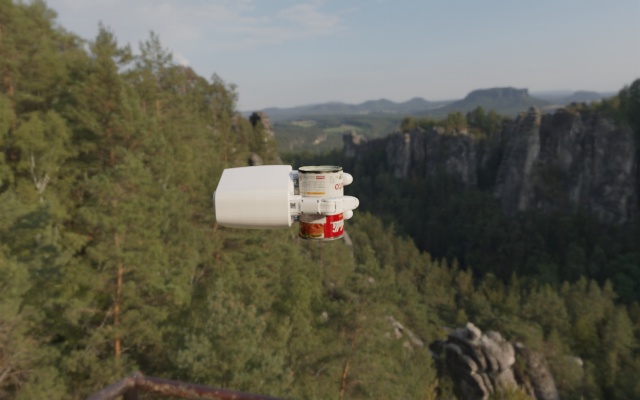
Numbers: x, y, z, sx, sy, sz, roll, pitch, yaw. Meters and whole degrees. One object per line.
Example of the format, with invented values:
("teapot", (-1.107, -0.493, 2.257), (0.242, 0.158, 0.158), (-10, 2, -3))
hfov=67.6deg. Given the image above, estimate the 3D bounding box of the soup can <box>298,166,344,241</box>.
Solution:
("soup can", (0.001, 0.002, 0.711), (0.068, 0.102, 0.068), (-1, 10, 0))
